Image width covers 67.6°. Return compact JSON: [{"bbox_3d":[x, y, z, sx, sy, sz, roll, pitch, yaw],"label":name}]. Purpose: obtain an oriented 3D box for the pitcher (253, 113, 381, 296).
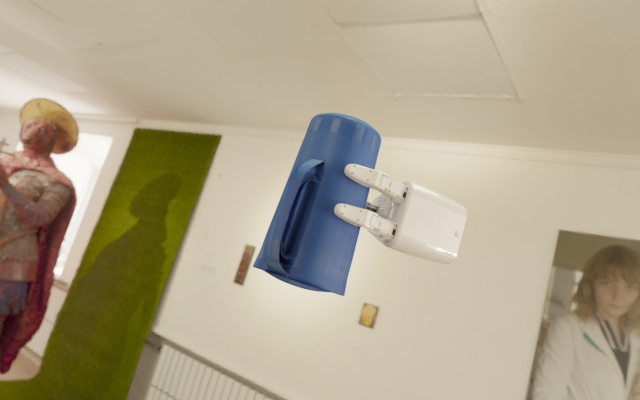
[{"bbox_3d":[0.000,0.002,0.668,0.145,0.243,0.149,20,-10,-18],"label":"pitcher"}]
